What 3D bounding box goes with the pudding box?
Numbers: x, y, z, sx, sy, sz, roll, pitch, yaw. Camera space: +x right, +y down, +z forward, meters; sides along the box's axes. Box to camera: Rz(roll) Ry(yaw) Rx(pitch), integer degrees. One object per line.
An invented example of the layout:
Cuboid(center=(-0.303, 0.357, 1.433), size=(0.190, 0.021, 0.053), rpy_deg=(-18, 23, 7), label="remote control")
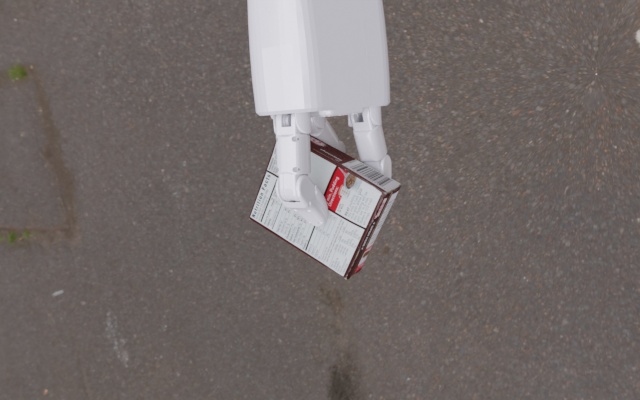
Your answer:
Cuboid(center=(0.000, 0.001, 0.419), size=(0.113, 0.090, 0.039), rpy_deg=(31, 24, 21), label="pudding box")
